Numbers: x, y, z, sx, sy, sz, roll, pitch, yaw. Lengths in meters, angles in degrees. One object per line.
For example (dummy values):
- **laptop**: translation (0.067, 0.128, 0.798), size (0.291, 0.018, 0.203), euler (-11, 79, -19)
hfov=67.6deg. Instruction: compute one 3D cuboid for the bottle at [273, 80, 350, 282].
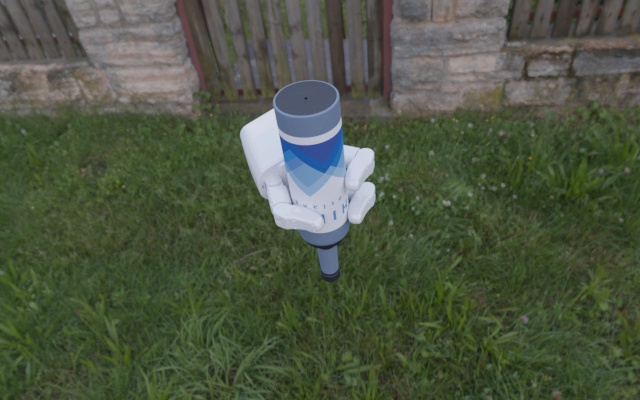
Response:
- **bottle**: translation (0.000, 0.002, 0.576), size (0.069, 0.069, 0.296), euler (-4, -45, 4)
